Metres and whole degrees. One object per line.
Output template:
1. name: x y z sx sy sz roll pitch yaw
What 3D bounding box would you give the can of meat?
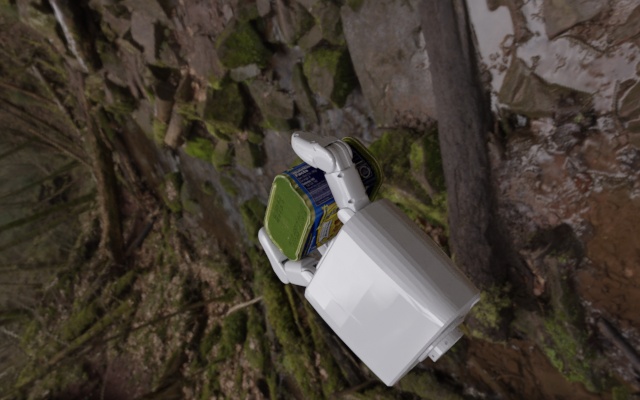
1. can of meat: 0.000 0.001 0.438 0.084 0.057 0.102 -29 -24 -31
